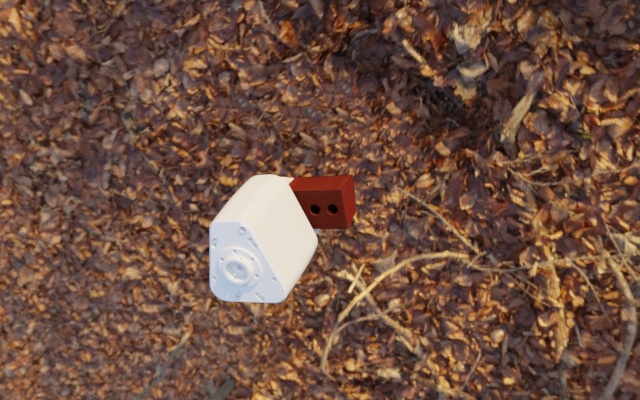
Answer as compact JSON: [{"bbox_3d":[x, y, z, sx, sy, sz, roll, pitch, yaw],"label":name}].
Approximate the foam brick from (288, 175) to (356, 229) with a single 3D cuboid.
[{"bbox_3d":[0.000,0.002,0.589,0.078,0.053,0.051,-2,23,19],"label":"foam brick"}]
